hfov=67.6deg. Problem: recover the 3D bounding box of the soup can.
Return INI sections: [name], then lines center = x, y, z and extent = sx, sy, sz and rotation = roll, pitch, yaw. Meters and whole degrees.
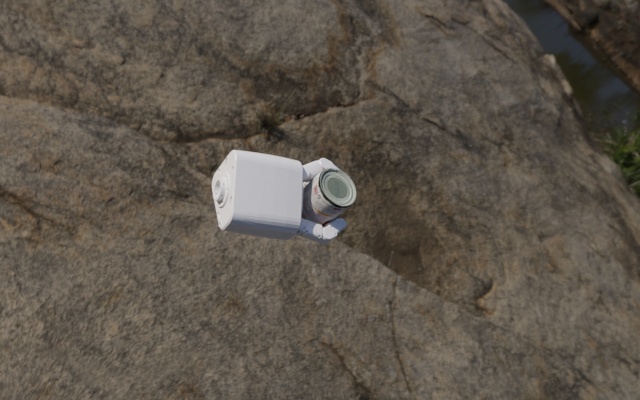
[soup can]
center = 0.001, 0.002, 0.737
extent = 0.068, 0.068, 0.102
rotation = 0, -27, -36
